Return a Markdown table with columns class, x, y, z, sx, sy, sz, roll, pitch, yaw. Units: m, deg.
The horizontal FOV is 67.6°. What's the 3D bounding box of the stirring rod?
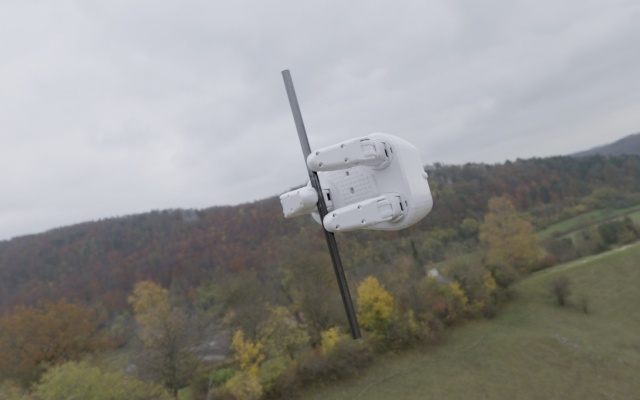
| class | x | y | z | sx | sy | sz | roll | pitch | yaw |
| --- | --- | --- | --- | --- | --- | --- | --- | --- | --- |
| stirring rod | 0.000 | 0.001 | 0.415 | 0.011 | 0.239 | 0.011 | -15 | -4 | -1 |
